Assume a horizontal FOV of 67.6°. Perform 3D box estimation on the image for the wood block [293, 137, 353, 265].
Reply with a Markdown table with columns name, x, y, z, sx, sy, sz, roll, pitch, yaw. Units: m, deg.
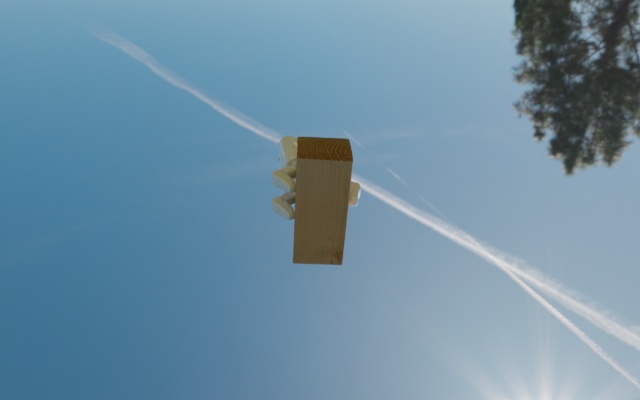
| name | x | y | z | sx | sy | sz | roll | pitch | yaw |
| --- | --- | --- | --- | --- | --- | --- | --- | --- | --- |
| wood block | 0.000 | 0.003 | 0.829 | 0.091 | 0.206 | 0.090 | 2 | 31 | -3 |
